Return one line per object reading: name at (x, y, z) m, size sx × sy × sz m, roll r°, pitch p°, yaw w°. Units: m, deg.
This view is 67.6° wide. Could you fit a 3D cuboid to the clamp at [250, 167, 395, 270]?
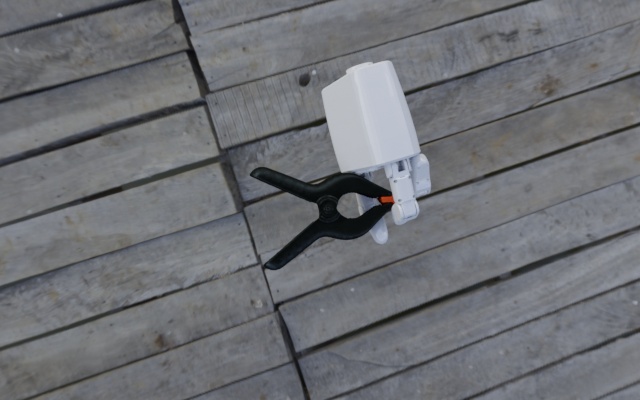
clamp at (0.000, 0.002, 0.560) m, size 0.171 × 0.120 × 0.039 m, roll -18°, pitch 6°, yaw -6°
